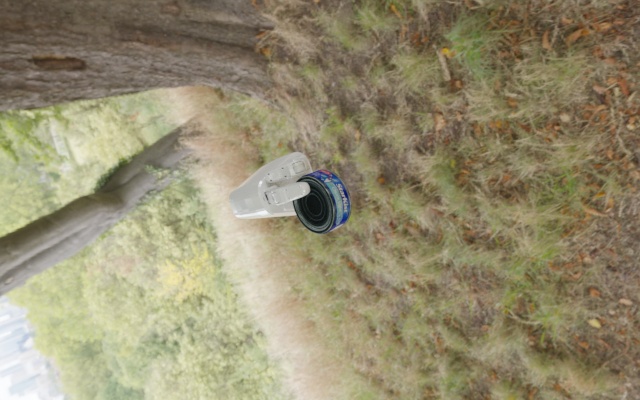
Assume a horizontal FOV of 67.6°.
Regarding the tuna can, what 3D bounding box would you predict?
[{"bbox_3d":[0.000,0.002,0.656,0.033,0.086,0.086,-22,14,-41],"label":"tuna can"}]
